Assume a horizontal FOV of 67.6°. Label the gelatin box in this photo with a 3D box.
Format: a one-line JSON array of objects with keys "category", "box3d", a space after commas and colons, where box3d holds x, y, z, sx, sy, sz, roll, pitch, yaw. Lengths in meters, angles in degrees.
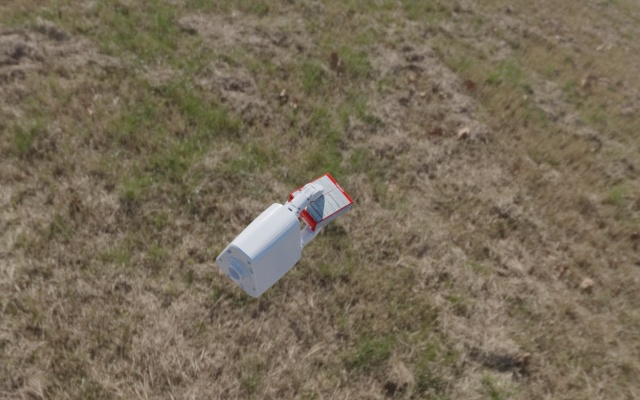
[{"category": "gelatin box", "box3d": [0.000, 0.002, 0.824, 0.089, 0.073, 0.030, -30, -23, -28]}]
